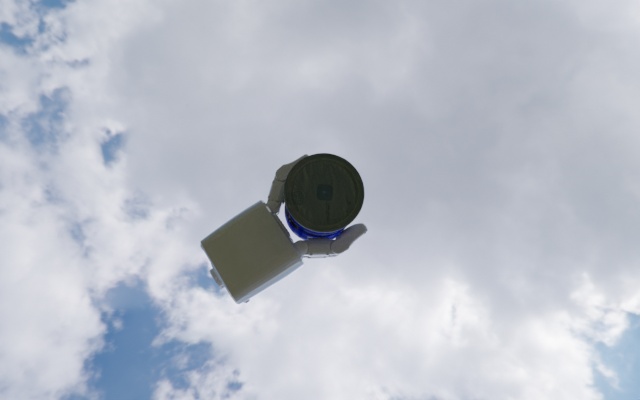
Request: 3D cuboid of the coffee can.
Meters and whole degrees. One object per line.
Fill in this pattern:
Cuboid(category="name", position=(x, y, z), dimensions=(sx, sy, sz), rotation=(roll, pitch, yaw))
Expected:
Cuboid(category="coffee can", position=(0.000, 0.002, 0.668), dimensions=(0.103, 0.102, 0.140), rotation=(0, -11, -4))
